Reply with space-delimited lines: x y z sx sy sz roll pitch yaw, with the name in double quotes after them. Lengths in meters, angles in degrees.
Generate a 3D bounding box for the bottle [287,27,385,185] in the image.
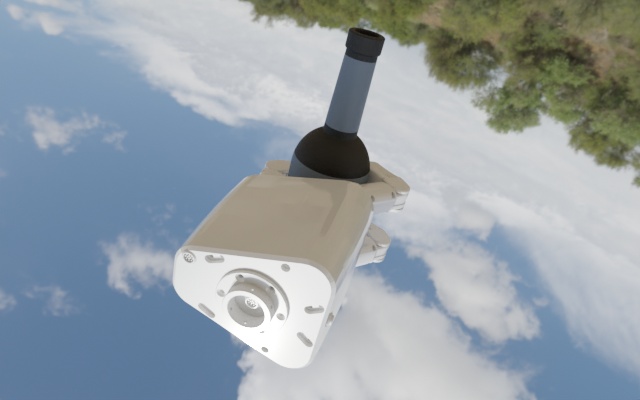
0.000 0.002 0.420 0.069 0.296 0.069 11 31 -7 "bottle"
